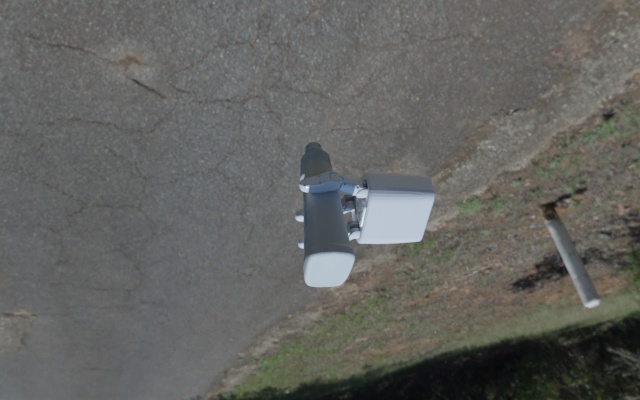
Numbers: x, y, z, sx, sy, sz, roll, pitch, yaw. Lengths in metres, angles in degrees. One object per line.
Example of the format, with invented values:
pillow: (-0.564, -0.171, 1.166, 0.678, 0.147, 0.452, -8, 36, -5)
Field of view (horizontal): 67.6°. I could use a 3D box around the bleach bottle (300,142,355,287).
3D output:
bleach bottle: (0.000, 0.003, 0.747, 0.068, 0.250, 0.103, 1, -38, -10)
